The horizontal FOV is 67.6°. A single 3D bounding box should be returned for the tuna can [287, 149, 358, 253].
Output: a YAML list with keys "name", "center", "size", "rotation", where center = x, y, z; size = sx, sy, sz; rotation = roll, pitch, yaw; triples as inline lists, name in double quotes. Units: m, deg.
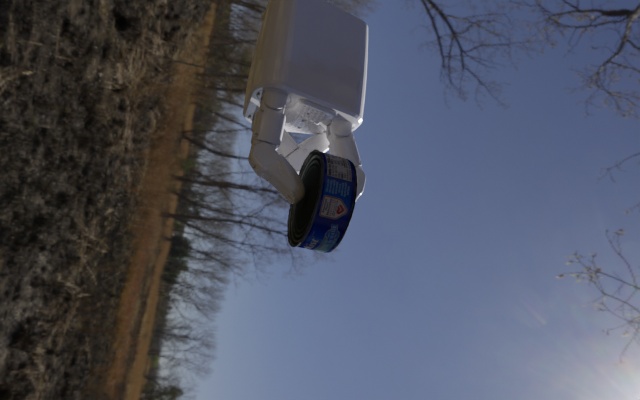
- name: "tuna can"
  center: [0.001, 0.002, 0.414]
  size: [0.034, 0.086, 0.086]
  rotation: [14, -4, -16]
